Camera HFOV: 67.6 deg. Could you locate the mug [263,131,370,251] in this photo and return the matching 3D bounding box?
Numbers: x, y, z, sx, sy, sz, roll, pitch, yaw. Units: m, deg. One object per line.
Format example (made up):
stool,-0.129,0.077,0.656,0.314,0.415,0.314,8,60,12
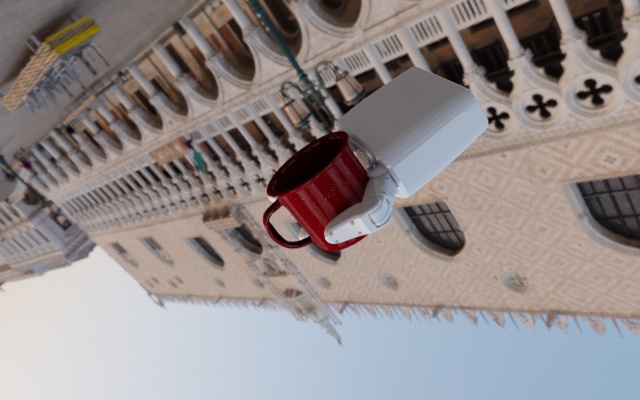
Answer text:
mug,-0.001,0.003,0.457,0.117,0.081,0.093,-39,22,-2
